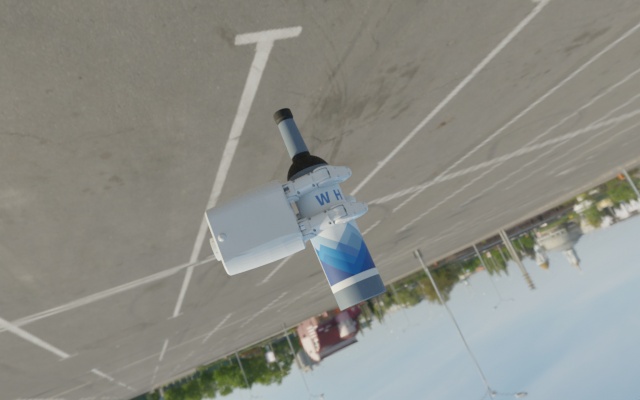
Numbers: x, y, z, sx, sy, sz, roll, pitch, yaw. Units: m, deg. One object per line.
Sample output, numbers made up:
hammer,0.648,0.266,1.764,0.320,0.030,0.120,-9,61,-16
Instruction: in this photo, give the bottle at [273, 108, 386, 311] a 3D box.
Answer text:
bottle,0.000,0.002,0.667,0.069,0.295,0.069,-22,-14,-6
